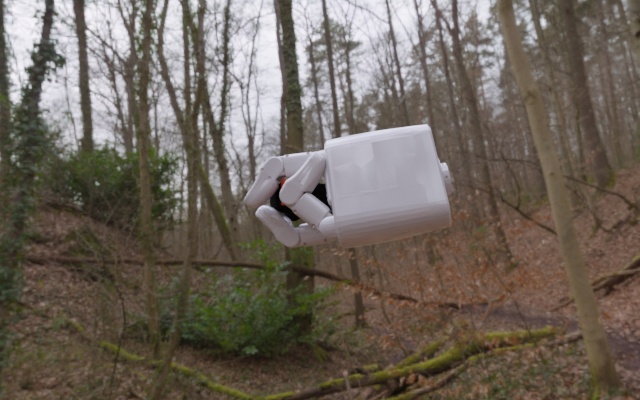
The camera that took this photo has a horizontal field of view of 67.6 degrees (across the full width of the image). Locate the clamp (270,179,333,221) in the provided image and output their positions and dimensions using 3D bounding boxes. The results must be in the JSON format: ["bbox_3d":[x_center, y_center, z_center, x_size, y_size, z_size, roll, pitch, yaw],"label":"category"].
[{"bbox_3d":[0.000,0.001,0.566,0.120,0.039,0.171,-10,-7,7],"label":"clamp"}]
